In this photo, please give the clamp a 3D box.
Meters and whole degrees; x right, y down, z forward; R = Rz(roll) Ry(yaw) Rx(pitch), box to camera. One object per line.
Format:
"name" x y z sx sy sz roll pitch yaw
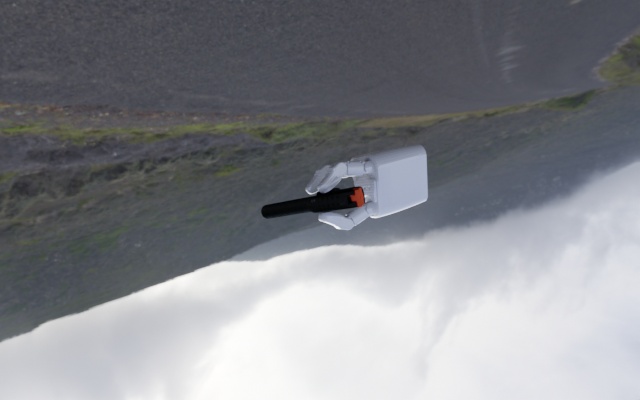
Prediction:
"clamp" 0.001 0.003 0.792 0.164 0.036 0.210 -15 5 -22
